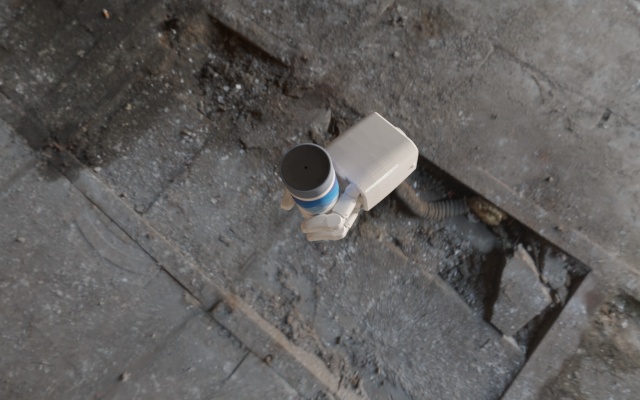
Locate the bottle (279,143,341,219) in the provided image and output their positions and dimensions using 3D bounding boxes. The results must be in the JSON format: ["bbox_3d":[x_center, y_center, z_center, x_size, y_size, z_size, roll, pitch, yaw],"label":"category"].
[{"bbox_3d":[0.000,0.002,0.731,0.069,0.069,0.296,0,-17,8],"label":"bottle"}]
